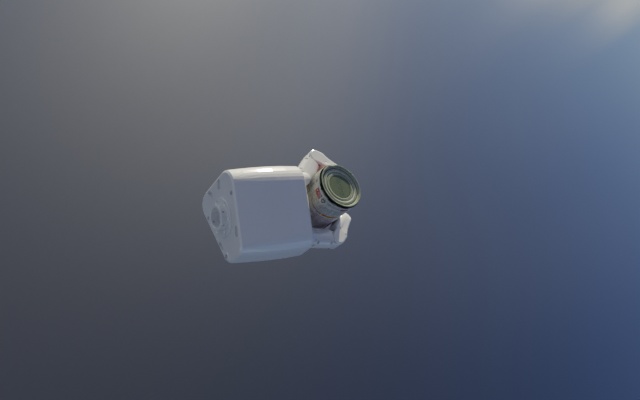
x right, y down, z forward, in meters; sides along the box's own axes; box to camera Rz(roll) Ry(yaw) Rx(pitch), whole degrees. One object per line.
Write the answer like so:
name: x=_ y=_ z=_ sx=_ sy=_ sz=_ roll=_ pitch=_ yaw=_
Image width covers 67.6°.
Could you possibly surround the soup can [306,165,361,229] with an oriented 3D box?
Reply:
soup can: x=0.001 y=0.002 z=0.670 sx=0.068 sy=0.068 sz=0.102 roll=0 pitch=-27 yaw=-38
